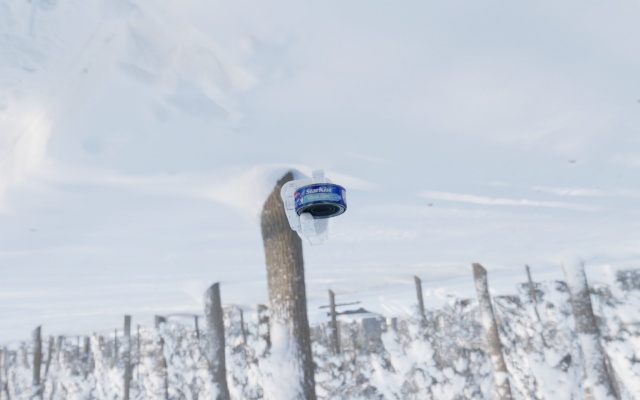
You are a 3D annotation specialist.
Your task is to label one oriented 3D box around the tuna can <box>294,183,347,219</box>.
[{"bbox_3d":[0.000,0.003,0.776,0.086,0.033,0.086,-4,-19,-1],"label":"tuna can"}]
